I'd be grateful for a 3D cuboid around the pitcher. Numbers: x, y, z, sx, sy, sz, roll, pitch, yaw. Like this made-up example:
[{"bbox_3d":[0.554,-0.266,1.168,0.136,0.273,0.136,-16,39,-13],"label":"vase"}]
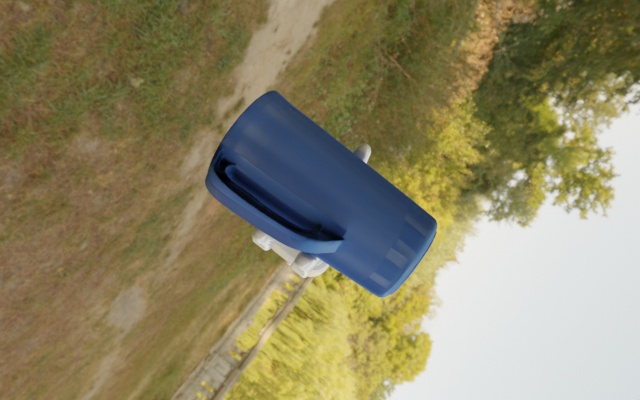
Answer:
[{"bbox_3d":[0.000,0.002,0.529,0.243,0.149,0.145,36,-15,6],"label":"pitcher"}]
